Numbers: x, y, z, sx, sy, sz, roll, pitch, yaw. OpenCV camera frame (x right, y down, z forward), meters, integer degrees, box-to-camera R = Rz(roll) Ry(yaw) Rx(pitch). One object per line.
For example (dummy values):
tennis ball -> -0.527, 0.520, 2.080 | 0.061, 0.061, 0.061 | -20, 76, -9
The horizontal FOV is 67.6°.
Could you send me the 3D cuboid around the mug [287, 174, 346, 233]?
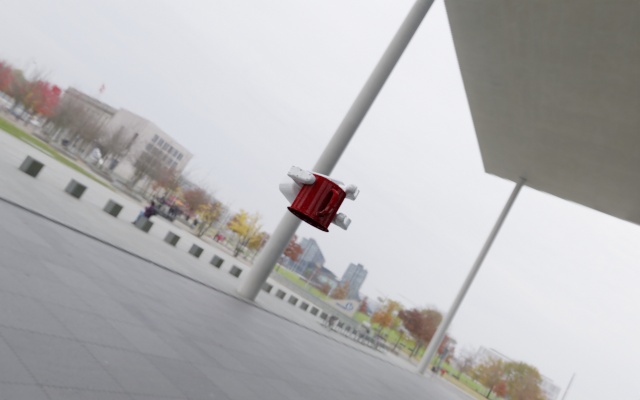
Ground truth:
mug -> 0.001, 0.003, 0.894 | 0.093, 0.081, 0.117 | 34, -11, -17
